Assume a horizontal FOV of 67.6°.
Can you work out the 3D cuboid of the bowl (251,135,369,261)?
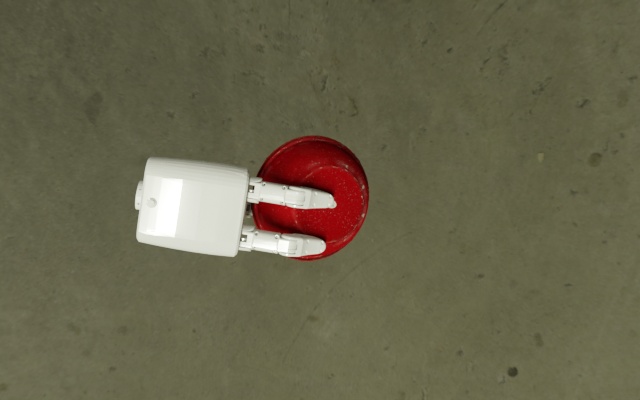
[{"bbox_3d":[0.001,0.002,0.586,0.162,0.162,0.055,0,8,-23],"label":"bowl"}]
